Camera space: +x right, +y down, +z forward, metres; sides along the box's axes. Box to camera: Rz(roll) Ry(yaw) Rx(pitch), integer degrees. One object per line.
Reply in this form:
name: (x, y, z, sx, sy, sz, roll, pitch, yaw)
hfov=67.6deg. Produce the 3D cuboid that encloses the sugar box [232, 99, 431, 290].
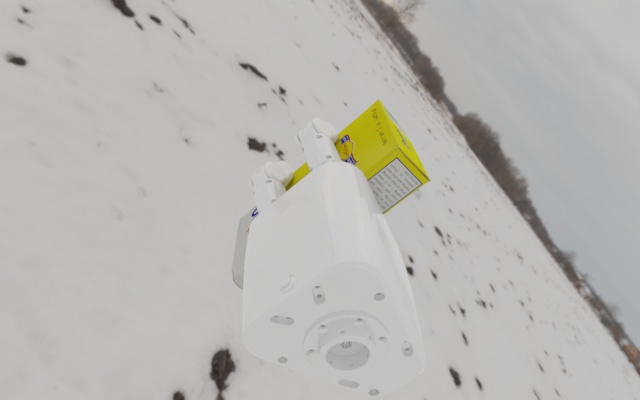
sugar box: (0.000, 0.001, 0.401, 0.176, 0.048, 0.093, -37, 28, 18)
